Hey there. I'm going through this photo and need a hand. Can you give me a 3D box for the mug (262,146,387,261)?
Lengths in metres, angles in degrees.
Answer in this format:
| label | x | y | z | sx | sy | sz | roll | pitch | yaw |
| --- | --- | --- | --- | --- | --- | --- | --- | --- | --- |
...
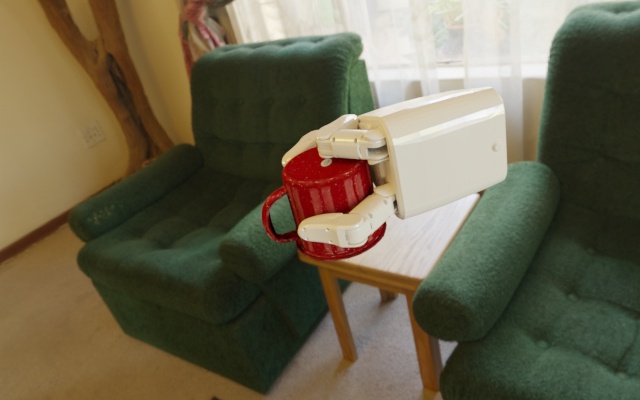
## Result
| label | x | y | z | sx | sy | sz | roll | pitch | yaw |
| --- | --- | --- | --- | --- | --- | --- | --- | --- | --- |
| mug | -0.001 | 0.002 | 0.456 | 0.117 | 0.081 | 0.093 | -19 | 30 | -7 |
